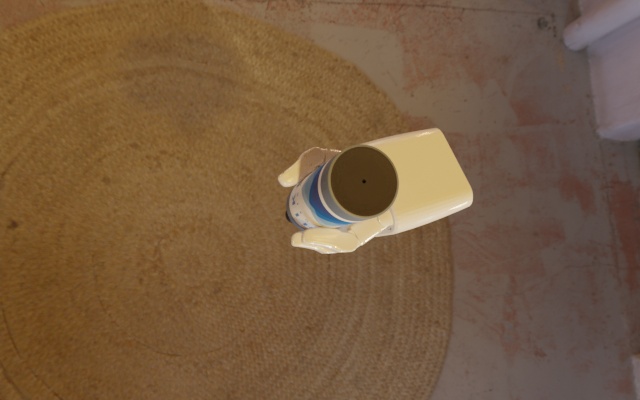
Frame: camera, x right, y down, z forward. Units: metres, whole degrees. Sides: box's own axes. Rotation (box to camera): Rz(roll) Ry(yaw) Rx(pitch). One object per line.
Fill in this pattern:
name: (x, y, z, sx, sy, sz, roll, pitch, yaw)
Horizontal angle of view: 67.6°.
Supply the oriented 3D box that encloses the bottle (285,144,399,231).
bottle: (0.000, 0.002, 0.556, 0.069, 0.069, 0.296, 0, -7, -15)
